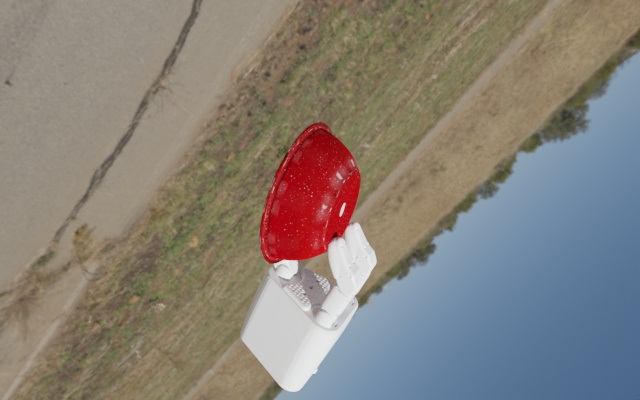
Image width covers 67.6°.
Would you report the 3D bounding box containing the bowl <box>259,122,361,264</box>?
[{"bbox_3d":[0.001,0.001,0.508,0.055,0.162,0.162,21,6,17],"label":"bowl"}]
